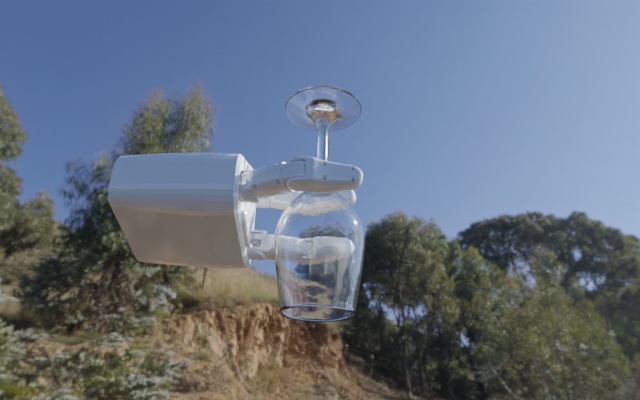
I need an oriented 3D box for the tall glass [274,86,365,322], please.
[{"bbox_3d":[0.000,0.001,0.425,0.079,0.201,0.079,1,-25,0],"label":"tall glass"}]
